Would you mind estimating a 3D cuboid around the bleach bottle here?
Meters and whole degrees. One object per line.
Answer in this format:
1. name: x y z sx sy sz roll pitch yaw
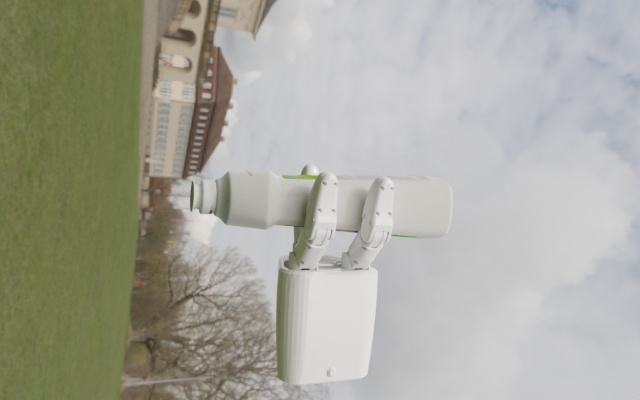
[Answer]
1. bleach bottle: 0.000 0.002 0.474 0.251 0.068 0.102 3 2 -21
